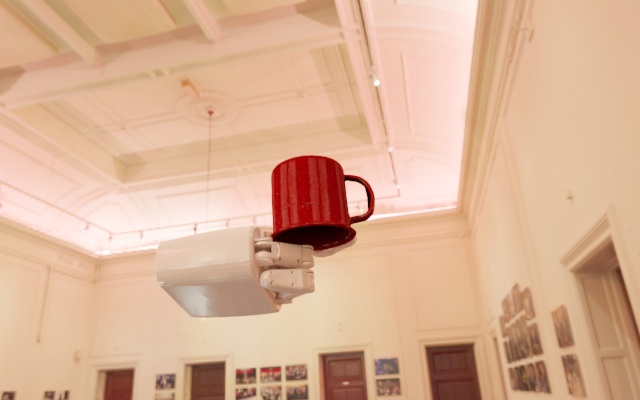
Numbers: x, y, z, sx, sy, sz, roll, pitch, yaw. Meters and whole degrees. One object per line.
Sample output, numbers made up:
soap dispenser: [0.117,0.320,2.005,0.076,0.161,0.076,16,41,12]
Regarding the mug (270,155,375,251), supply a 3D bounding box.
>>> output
mug: [0.001,0.001,0.516,0.117,0.081,0.093,-8,-22,7]
